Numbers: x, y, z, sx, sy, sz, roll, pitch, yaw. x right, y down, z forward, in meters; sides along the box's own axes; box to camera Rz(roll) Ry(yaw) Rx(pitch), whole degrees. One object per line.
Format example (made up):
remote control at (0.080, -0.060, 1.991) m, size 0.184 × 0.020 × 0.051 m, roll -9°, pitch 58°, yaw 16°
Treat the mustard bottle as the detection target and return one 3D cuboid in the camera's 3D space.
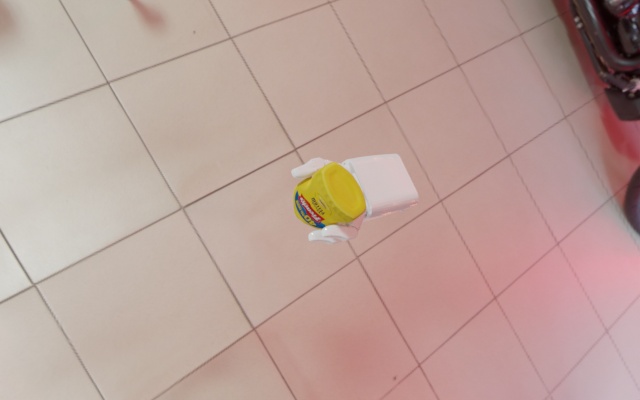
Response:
mustard bottle at (0.000, 0.003, 0.817) m, size 0.058 × 0.096 × 0.192 m, roll -38°, pitch 5°, yaw -26°
